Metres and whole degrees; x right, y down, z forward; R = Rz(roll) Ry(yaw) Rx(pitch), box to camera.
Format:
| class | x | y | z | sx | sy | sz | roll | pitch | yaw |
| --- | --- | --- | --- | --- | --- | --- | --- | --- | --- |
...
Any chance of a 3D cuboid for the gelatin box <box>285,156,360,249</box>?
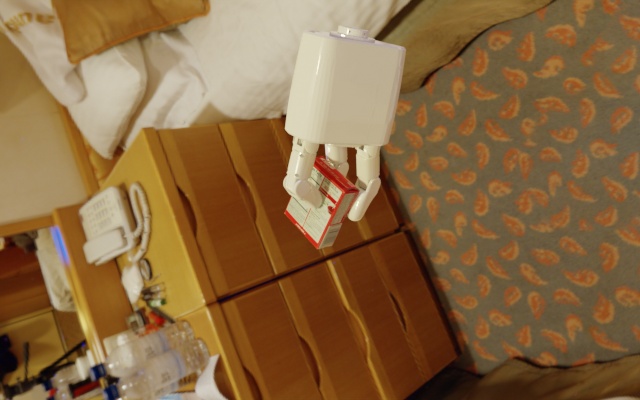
| class | x | y | z | sx | sy | sz | roll | pitch | yaw |
| --- | --- | --- | --- | --- | --- | --- | --- | --- | --- |
| gelatin box | 0.000 | 0.002 | 0.582 | 0.030 | 0.089 | 0.073 | -7 | 41 | -44 |
